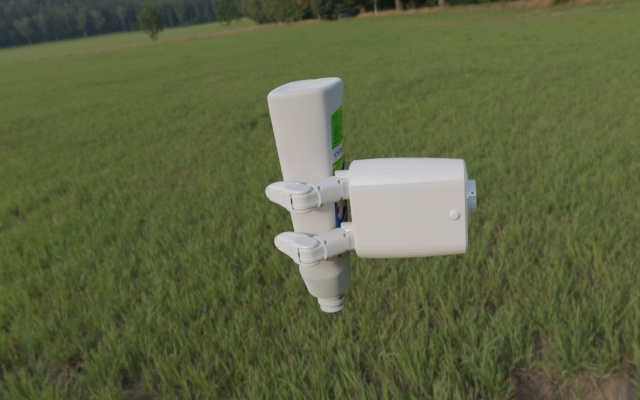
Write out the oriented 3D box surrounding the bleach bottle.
[{"bbox_3d":[0.000,0.002,0.518,0.068,0.251,0.102,-2,21,14],"label":"bleach bottle"}]
